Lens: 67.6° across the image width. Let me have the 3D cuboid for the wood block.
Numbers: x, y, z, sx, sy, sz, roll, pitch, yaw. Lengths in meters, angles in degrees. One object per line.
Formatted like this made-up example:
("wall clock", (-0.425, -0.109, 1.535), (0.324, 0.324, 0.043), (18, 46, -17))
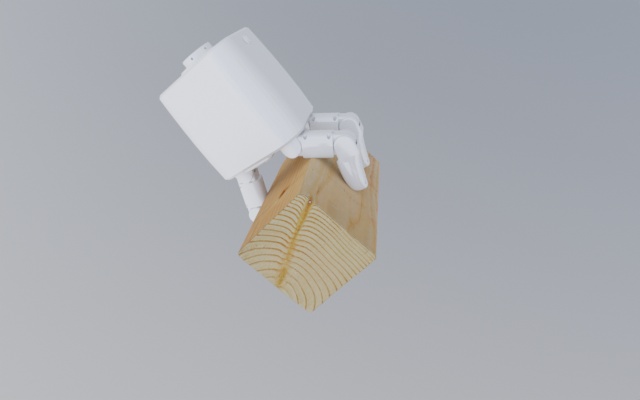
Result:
("wood block", (0.000, 0.002, 0.500), (0.091, 0.090, 0.206), (-43, 14, 25))
